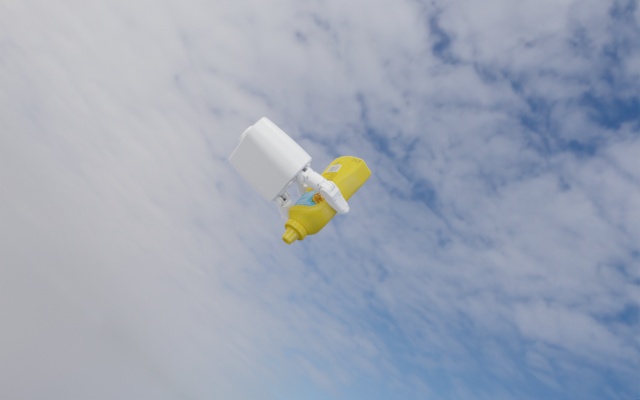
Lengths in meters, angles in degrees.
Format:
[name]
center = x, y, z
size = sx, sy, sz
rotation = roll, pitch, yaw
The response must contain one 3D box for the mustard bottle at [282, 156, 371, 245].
[mustard bottle]
center = 0.001, 0.003, 0.827
size = 0.191, 0.058, 0.096
rotation = -47, 27, -26
